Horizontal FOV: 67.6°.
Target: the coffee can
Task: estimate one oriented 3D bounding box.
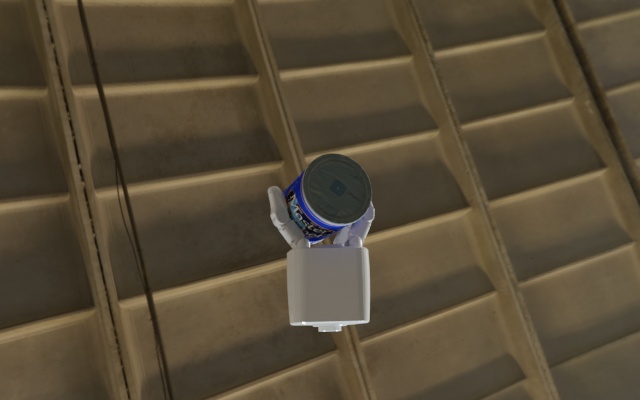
[{"bbox_3d":[0.000,0.002,0.713,0.103,0.102,0.140,0,-16,-22],"label":"coffee can"}]
